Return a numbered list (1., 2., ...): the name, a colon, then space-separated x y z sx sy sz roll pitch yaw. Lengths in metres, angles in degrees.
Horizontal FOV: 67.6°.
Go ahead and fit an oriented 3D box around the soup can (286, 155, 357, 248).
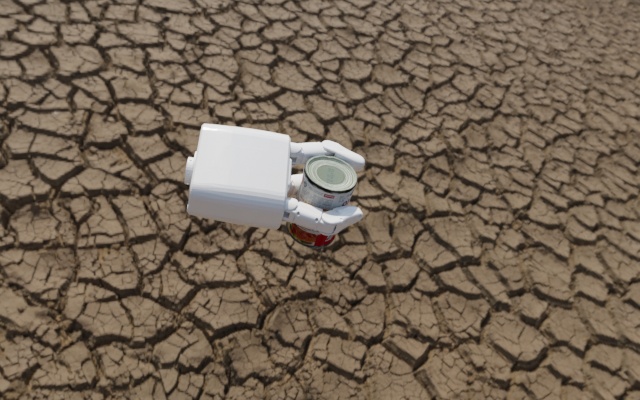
1. soup can: 0.001 0.002 0.602 0.068 0.102 0.068 11 42 -10
